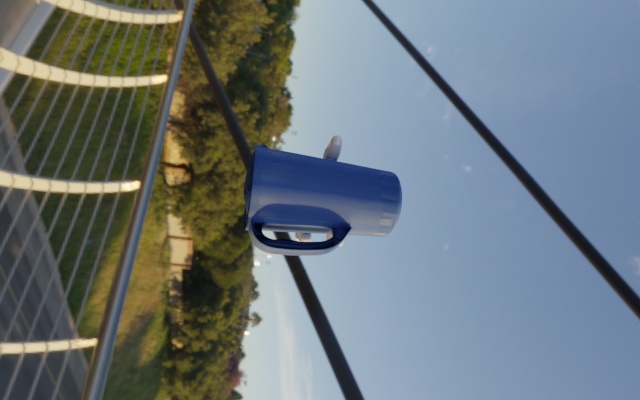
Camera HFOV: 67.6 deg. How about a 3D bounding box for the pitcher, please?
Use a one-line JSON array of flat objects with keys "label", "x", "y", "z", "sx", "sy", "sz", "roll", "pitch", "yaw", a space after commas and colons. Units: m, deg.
[{"label": "pitcher", "x": 0.000, "y": 0.002, "z": 0.757, "sx": 0.243, "sy": 0.149, "sz": 0.145, "roll": 7, "pitch": 10, "yaw": -11}]
